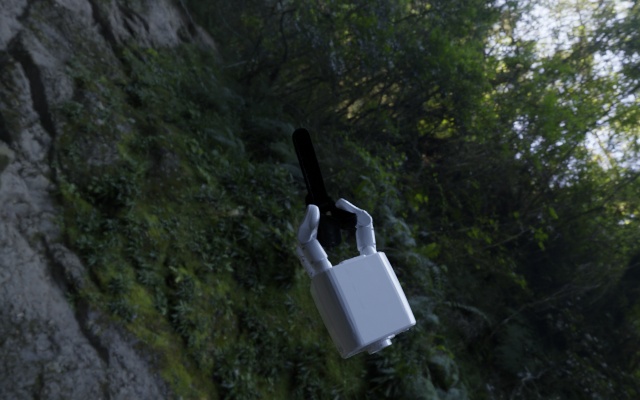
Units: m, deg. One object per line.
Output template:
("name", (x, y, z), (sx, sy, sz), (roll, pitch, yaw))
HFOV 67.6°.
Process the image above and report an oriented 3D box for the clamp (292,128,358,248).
("clamp", (0.001, 0.002, 0.702), (0.036, 0.164, 0.210), (-21, -21, -11))
